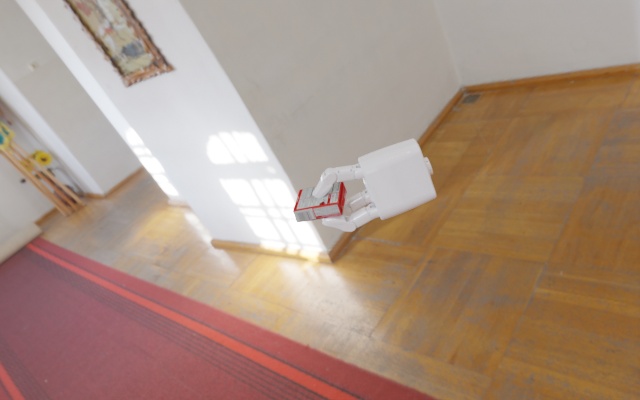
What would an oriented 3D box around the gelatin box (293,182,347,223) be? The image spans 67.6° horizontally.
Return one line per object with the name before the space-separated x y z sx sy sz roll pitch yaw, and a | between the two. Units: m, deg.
gelatin box | 0.000 0.003 0.867 0.089 0.030 0.073 -10 32 16
